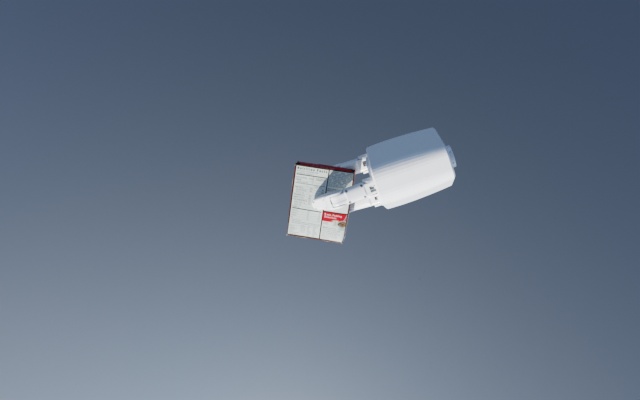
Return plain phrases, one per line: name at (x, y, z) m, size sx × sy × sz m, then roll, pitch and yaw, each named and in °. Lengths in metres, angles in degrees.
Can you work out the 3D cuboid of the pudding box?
pudding box at (0.000, 0.002, 0.714) m, size 0.090 × 0.113 × 0.039 m, roll 9°, pitch 10°, yaw 4°
